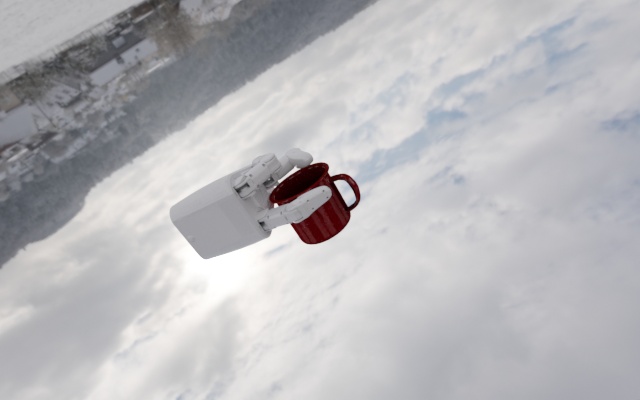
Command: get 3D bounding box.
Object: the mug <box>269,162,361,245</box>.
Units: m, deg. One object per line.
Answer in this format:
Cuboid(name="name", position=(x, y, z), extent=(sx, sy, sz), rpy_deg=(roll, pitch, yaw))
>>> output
Cuboid(name="mug", position=(0.001, 0.002, 0.652), extent=(0.117, 0.081, 0.093), rpy_deg=(-22, 24, 21))
